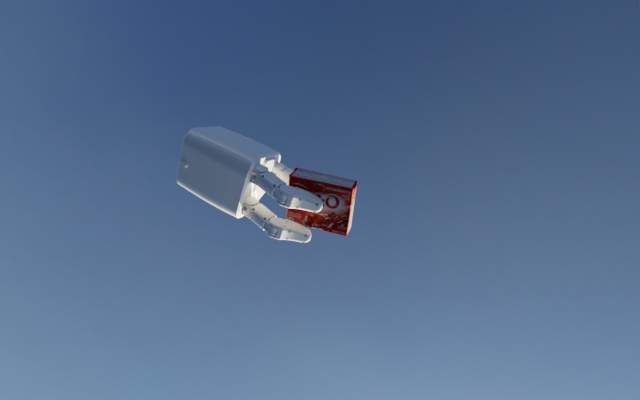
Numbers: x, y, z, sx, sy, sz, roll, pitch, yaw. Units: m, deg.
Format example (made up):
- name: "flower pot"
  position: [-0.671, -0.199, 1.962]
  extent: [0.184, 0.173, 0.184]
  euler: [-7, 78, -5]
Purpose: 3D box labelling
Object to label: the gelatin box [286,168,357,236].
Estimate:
- name: "gelatin box"
  position: [0.001, 0.002, 0.639]
  extent: [0.089, 0.073, 0.030]
  euler: [13, 29, 12]
